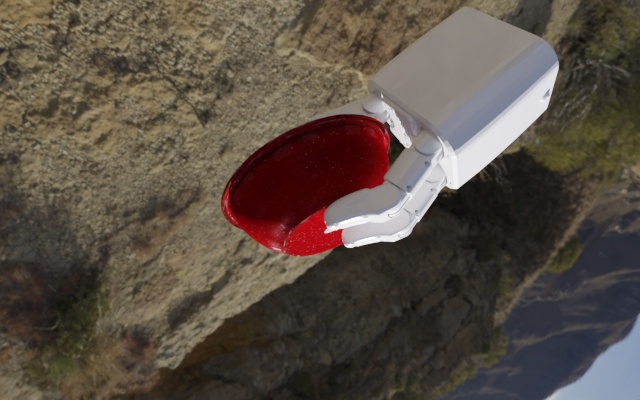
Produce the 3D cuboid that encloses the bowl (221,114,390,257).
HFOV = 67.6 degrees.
[{"bbox_3d":[-0.001,0.002,0.412,0.162,0.055,0.162,-22,-26,-11],"label":"bowl"}]
